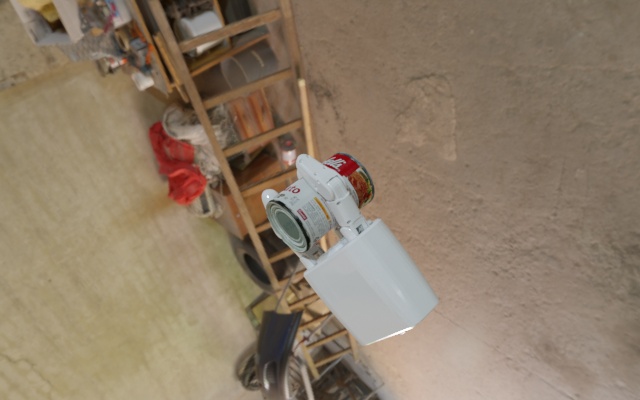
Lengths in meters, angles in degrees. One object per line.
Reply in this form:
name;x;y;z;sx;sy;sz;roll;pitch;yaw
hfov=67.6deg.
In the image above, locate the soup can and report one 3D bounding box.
soup can;0.000;0.001;0.519;0.102;0.068;0.068;-37;19;-27
